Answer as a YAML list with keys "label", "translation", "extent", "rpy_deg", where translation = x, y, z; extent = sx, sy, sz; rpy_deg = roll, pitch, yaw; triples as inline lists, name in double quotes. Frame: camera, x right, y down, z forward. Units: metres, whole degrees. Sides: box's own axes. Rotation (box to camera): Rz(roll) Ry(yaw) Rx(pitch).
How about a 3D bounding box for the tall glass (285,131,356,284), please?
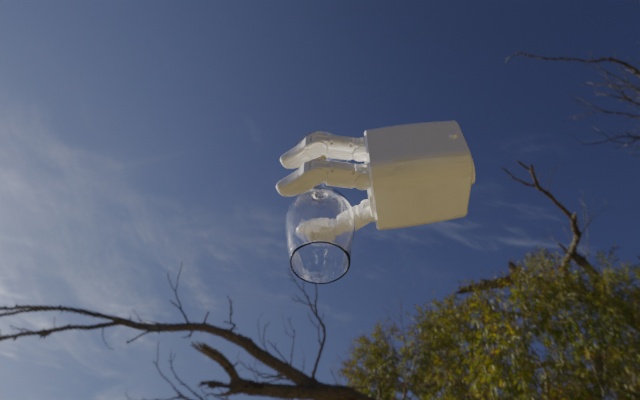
- label: "tall glass"
  translation: [0.000, 0.001, 0.558]
  extent: [0.079, 0.079, 0.200]
  rpy_deg: [0, 39, 1]
